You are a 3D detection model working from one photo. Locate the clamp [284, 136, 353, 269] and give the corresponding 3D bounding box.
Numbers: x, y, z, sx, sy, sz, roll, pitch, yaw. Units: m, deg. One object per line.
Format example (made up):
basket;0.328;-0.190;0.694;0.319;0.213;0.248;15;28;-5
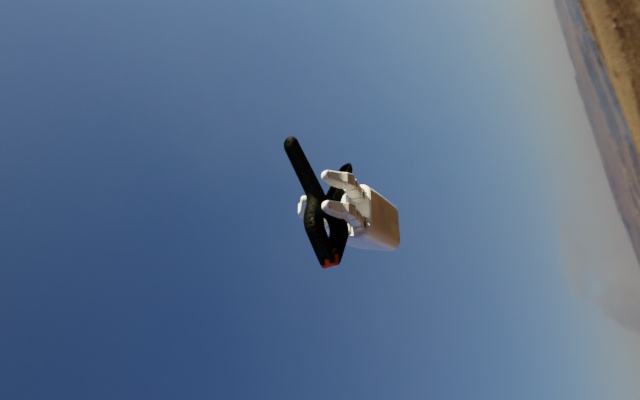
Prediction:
clamp;0.000;0.003;0.775;0.036;0.210;0.164;-22;-33;36
